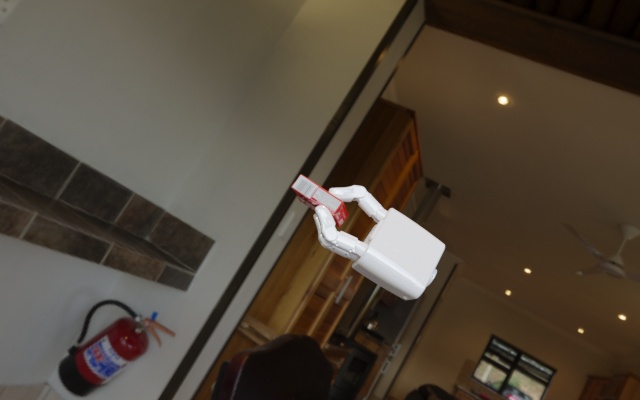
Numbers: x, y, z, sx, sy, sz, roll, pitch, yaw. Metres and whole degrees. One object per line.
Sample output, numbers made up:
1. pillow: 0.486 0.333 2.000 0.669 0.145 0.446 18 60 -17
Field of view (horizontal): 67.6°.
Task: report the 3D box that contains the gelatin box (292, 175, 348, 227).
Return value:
1. gelatin box: 0.000 0.002 0.786 0.089 0.030 0.073 34 -10 17
